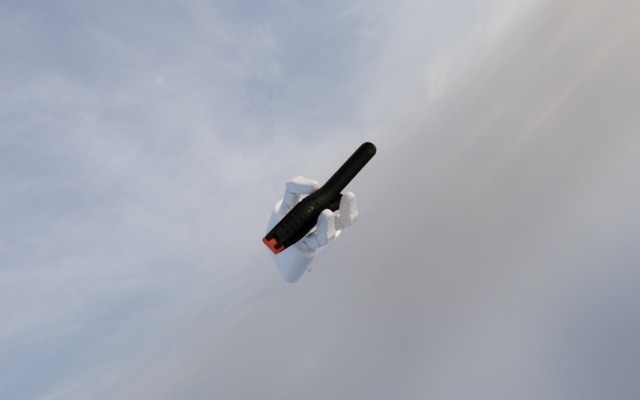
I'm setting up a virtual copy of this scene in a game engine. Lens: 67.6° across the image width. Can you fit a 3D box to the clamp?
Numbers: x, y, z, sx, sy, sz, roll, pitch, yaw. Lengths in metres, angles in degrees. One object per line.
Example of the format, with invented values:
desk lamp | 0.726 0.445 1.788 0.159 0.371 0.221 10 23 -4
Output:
clamp | -0.001 0.002 0.712 0.210 0.036 0.165 -37 -17 -37
